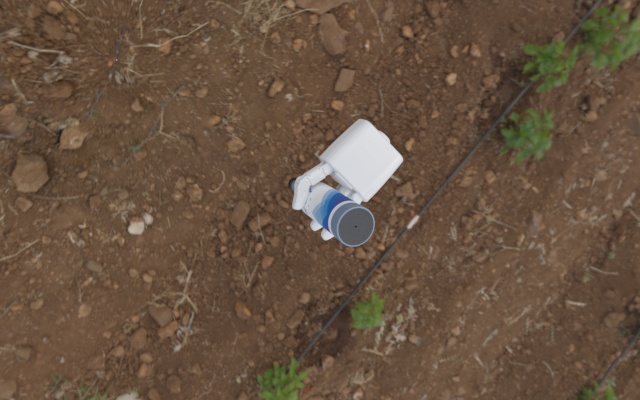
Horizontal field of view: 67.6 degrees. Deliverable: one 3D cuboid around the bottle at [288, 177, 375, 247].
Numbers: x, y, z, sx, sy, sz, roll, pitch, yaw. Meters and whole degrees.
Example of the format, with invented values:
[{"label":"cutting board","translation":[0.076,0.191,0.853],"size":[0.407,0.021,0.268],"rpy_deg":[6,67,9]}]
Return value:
[{"label":"bottle","translation":[0.000,0.003,0.876],"size":[0.069,0.069,0.295],"rpy_deg":[0,15,-23]}]
